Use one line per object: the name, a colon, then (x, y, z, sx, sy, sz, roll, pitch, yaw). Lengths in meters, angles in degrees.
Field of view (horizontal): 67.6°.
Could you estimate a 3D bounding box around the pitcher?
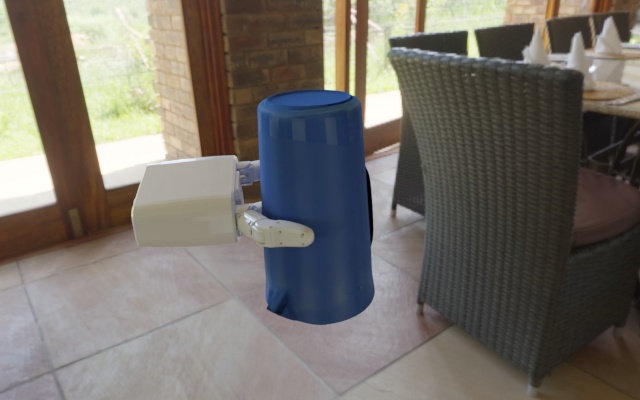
pitcher: (0.000, 0.002, 0.544, 0.145, 0.243, 0.149, -4, 23, -3)
